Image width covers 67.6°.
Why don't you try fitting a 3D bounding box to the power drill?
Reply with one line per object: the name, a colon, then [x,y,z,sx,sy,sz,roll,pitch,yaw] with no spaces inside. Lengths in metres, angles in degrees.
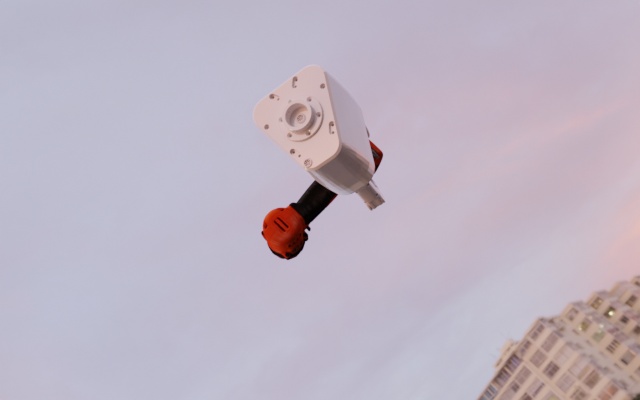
power drill: [0.000,0.002,0.646,0.057,0.187,0.184,41,-11,7]
